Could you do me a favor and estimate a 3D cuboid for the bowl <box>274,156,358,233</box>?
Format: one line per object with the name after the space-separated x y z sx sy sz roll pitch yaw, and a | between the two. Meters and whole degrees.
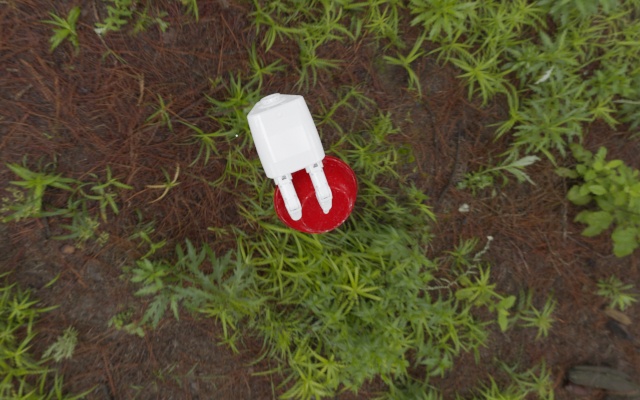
0.001 0.004 0.860 0.162 0.162 0.055 0 30 -20 | bowl
